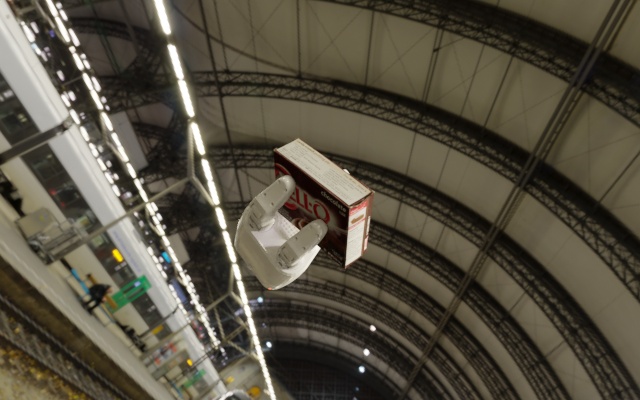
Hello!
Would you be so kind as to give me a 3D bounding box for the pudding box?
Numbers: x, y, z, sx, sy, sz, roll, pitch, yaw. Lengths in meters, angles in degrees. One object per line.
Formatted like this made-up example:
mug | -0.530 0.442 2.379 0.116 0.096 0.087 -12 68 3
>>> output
pudding box | 0.000 0.002 0.488 0.039 0.090 0.113 -35 55 -30
